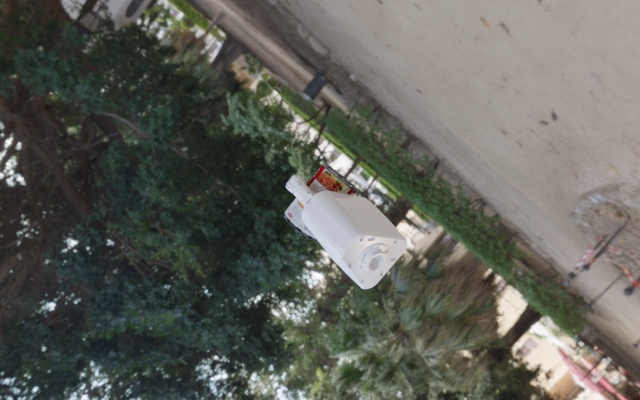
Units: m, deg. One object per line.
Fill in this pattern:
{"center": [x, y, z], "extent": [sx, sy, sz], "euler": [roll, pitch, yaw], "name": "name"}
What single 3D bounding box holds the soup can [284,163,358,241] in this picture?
{"center": [0.000, 0.002, 0.733], "extent": [0.068, 0.102, 0.068], "euler": [38, 8, -6], "name": "soup can"}
